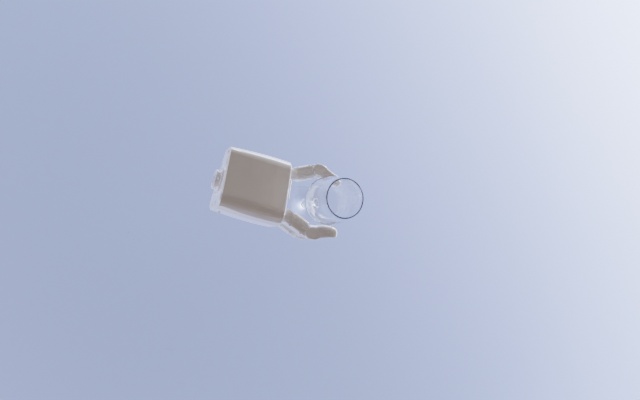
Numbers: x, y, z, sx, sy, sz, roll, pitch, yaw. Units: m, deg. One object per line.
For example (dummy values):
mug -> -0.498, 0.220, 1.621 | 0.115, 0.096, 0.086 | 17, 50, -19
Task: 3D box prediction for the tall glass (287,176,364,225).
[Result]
tall glass -> 0.000, 0.003, 0.801 | 0.079, 0.079, 0.201 | 0, -3, -22
